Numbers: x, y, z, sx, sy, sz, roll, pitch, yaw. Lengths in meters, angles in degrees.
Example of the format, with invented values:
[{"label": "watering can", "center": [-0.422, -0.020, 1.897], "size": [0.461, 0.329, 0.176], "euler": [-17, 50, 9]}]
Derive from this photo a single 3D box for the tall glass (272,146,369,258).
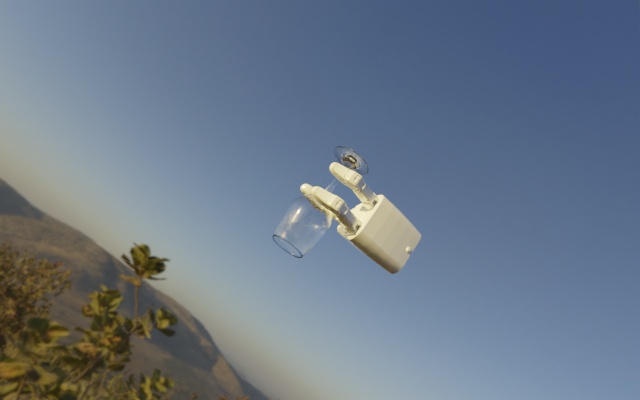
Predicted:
[{"label": "tall glass", "center": [0.000, 0.002, 0.828], "size": [0.079, 0.201, 0.079], "euler": [32, -21, 14]}]
